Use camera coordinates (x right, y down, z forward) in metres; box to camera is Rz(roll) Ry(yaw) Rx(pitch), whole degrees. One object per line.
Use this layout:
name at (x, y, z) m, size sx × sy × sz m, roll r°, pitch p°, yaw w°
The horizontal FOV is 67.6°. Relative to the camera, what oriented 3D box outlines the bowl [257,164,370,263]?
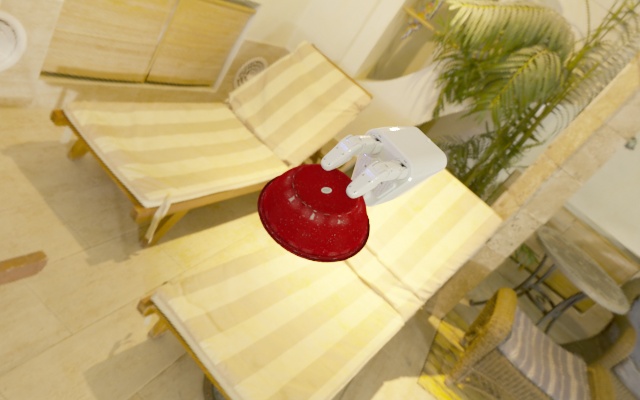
bowl at (-0.001, 0.002, 0.636) m, size 0.162 × 0.162 × 0.055 m, roll 0°, pitch -41°, yaw -23°
